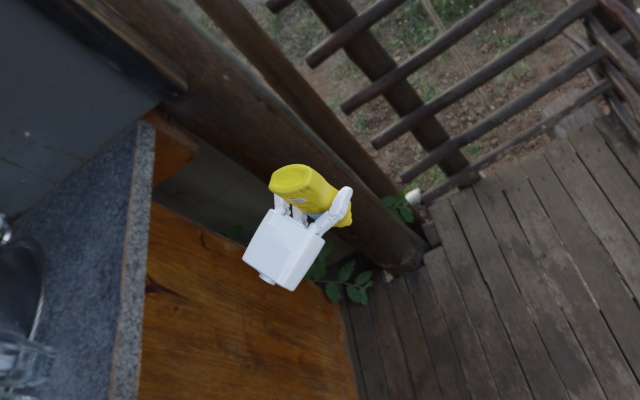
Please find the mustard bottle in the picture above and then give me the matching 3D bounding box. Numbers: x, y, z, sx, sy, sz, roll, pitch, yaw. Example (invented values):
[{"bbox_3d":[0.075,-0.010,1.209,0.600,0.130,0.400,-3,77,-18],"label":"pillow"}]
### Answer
[{"bbox_3d":[0.000,0.002,0.876,0.096,0.058,0.192,-6,-29,37],"label":"mustard bottle"}]
